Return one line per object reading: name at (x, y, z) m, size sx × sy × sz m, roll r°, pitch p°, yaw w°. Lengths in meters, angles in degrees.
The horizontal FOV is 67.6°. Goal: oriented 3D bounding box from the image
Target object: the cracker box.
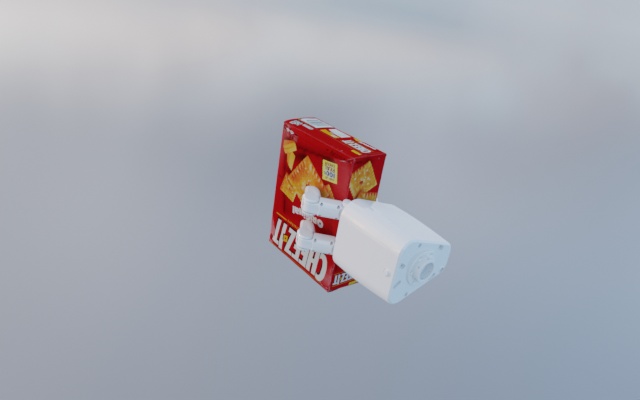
cracker box at (0.000, 0.002, 0.715) m, size 0.072 × 0.214 × 0.164 m, roll -11°, pitch 32°, yaw -38°
